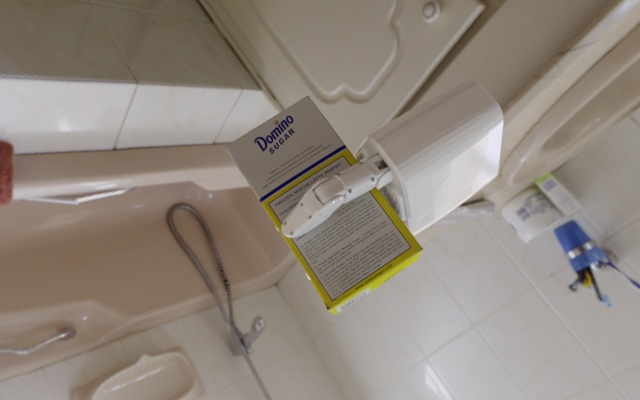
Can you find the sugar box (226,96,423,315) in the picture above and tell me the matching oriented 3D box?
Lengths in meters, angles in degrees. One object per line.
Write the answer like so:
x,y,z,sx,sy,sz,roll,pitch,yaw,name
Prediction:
0.000,0.002,0.426,0.093,0.176,0.048,-32,-20,-5,sugar box
